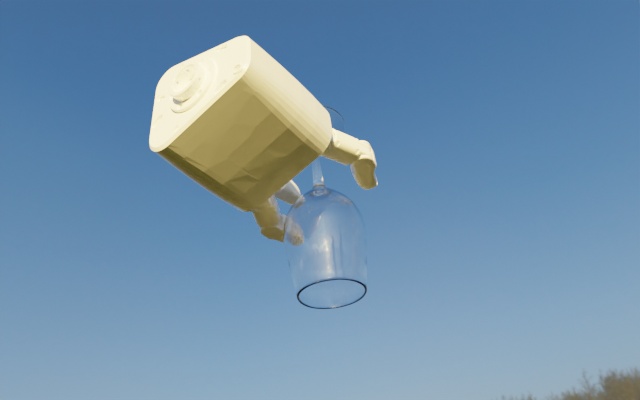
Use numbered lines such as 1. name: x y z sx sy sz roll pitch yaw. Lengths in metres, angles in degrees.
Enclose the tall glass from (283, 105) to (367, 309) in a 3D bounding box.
1. tall glass: 0.000 0.001 0.473 0.079 0.201 0.079 -5 -35 -3
